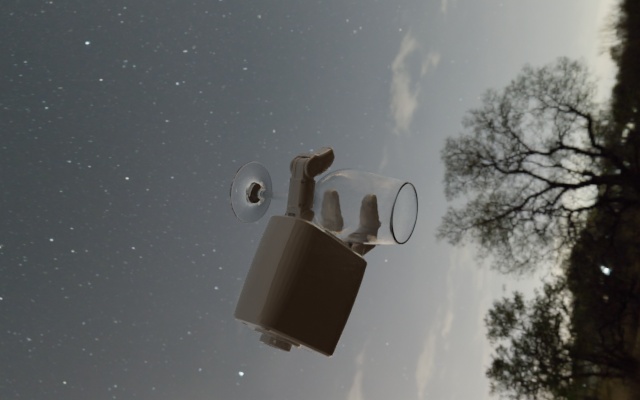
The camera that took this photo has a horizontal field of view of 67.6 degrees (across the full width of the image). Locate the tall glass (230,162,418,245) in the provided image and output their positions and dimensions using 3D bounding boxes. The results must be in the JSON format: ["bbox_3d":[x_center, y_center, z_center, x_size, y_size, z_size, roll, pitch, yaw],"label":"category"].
[{"bbox_3d":[0.000,0.001,0.517,0.201,0.079,0.079,7,4,33],"label":"tall glass"}]
